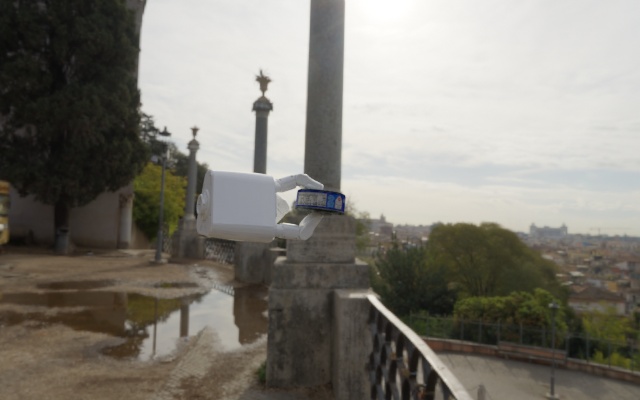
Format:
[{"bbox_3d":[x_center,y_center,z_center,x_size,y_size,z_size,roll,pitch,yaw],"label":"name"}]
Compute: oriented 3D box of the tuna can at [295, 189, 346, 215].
[{"bbox_3d":[0.000,0.002,0.816,0.086,0.033,0.086,6,-6,1],"label":"tuna can"}]
